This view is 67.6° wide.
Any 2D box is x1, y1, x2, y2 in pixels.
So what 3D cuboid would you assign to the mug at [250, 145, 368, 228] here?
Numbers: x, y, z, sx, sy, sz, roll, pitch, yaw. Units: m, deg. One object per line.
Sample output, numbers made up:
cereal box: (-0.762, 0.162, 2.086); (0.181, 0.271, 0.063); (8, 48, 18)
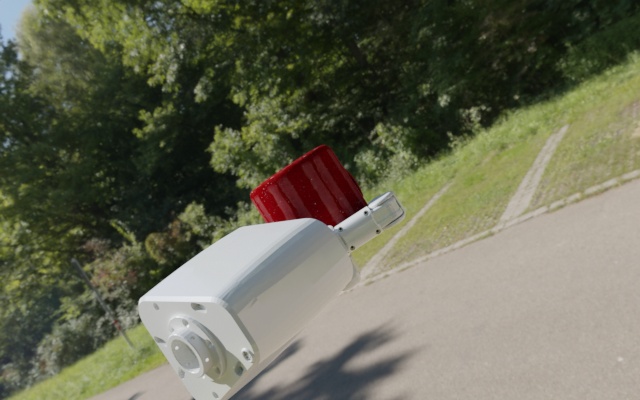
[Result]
mug: (0.001, 0.001, 0.421); (0.093, 0.081, 0.117); (-31, 4, 41)
